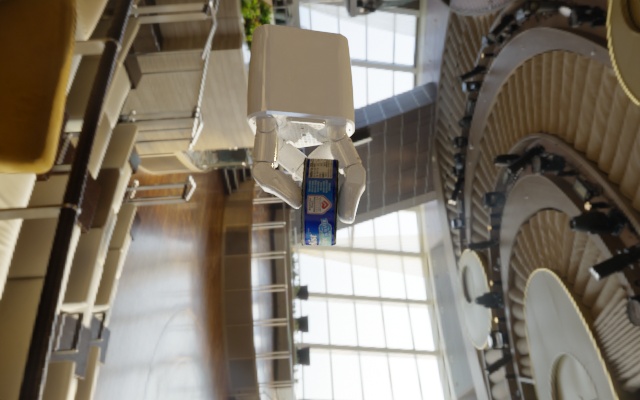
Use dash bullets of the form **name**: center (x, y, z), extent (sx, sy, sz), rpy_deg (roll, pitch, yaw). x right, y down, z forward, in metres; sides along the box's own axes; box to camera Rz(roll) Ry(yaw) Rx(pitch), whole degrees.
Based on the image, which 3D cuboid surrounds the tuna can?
- **tuna can**: center (0.001, 0.002, 0.464), extent (0.034, 0.086, 0.086), rpy_deg (2, 0, 1)
